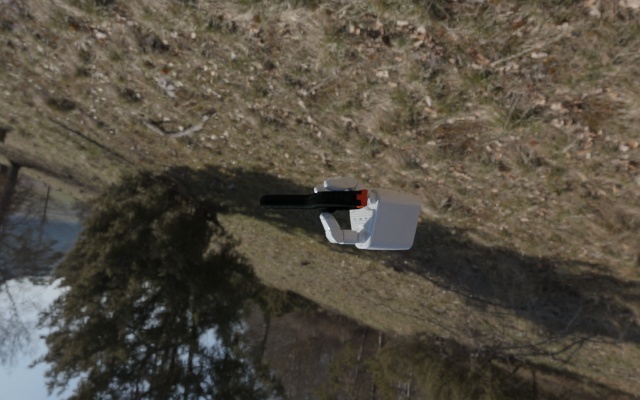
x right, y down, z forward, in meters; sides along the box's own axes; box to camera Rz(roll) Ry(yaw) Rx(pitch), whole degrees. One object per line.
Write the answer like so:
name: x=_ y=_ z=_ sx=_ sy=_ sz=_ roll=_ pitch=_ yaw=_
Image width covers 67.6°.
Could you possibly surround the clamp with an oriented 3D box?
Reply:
clamp: x=0.001 y=0.004 z=0.841 sx=0.164 sy=0.036 sz=0.210 roll=5 pitch=-7 yaw=-30
